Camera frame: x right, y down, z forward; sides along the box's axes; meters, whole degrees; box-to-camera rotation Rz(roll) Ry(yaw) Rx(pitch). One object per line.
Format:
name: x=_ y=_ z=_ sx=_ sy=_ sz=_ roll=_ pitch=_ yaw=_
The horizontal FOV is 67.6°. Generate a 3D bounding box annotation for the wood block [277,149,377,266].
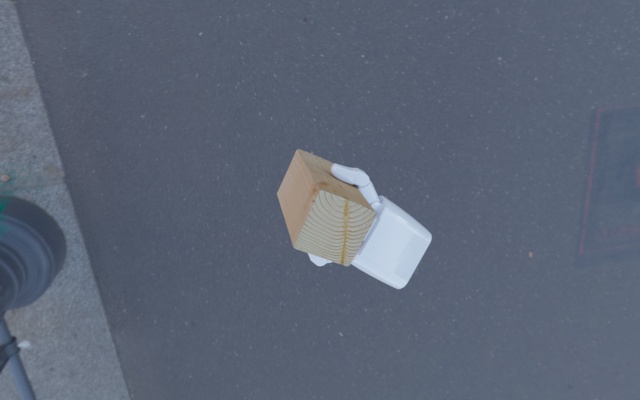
wood block: x=0.001 y=0.002 z=0.730 sx=0.090 sy=0.091 sz=0.206 roll=22 pitch=15 yaw=-19
